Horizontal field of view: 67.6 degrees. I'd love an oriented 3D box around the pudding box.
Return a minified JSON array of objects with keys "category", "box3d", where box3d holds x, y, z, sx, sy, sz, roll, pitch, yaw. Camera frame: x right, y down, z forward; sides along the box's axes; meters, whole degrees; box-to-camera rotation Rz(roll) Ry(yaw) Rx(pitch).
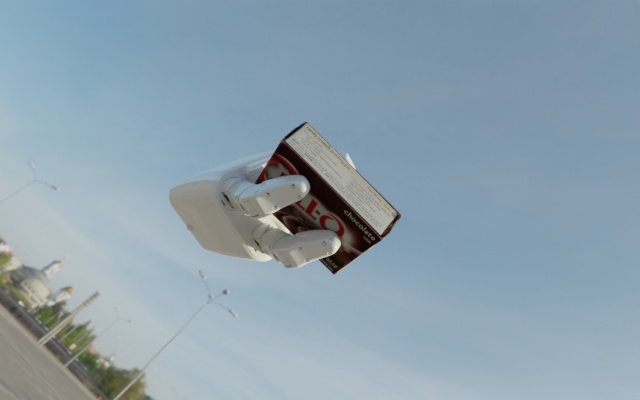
[{"category":"pudding box","box3d":[0.000,0.001,0.411,0.039,0.113,0.090,-47,0,-35]}]
